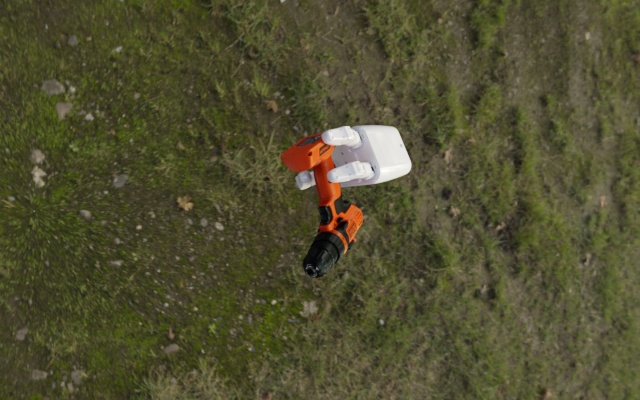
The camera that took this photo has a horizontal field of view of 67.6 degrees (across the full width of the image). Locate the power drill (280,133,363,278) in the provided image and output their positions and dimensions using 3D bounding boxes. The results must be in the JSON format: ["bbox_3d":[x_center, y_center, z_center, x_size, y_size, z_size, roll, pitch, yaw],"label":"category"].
[{"bbox_3d":[0.000,0.002,0.733,0.057,0.188,0.184,-7,23,26],"label":"power drill"}]
